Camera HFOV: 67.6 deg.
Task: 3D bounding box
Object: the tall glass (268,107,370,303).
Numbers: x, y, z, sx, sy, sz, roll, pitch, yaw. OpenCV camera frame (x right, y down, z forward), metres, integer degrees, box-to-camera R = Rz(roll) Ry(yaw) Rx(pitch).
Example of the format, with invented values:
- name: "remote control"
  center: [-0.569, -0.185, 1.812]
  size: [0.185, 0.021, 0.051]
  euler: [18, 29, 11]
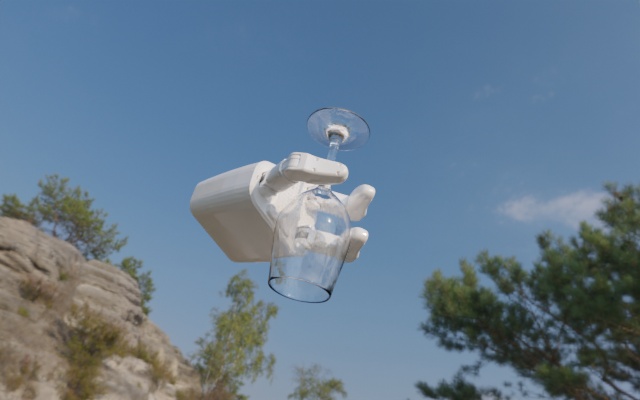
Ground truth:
- name: "tall glass"
  center: [0.000, 0.001, 0.500]
  size: [0.079, 0.201, 0.079]
  euler: [10, -31, 6]
